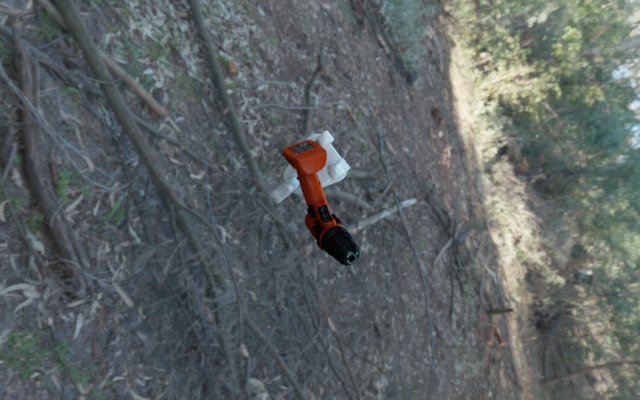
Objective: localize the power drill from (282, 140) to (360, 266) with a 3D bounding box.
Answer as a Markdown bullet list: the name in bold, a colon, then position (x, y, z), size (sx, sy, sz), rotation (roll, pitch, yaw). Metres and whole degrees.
- **power drill**: position (0.000, 0.002, 0.793), size (0.057, 0.188, 0.184), rotation (-22, 24, -14)
